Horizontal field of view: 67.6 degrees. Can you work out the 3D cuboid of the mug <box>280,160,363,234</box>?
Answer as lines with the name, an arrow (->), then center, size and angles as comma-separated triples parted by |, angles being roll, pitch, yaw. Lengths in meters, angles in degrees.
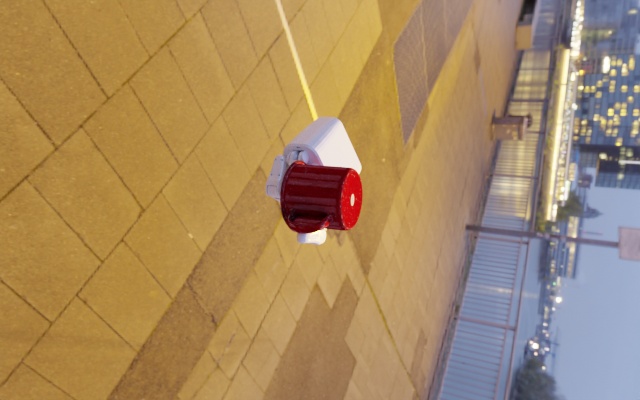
mug -> 0.000, 0.003, 0.615 | 0.081, 0.093, 0.117 | 5, 35, 25
